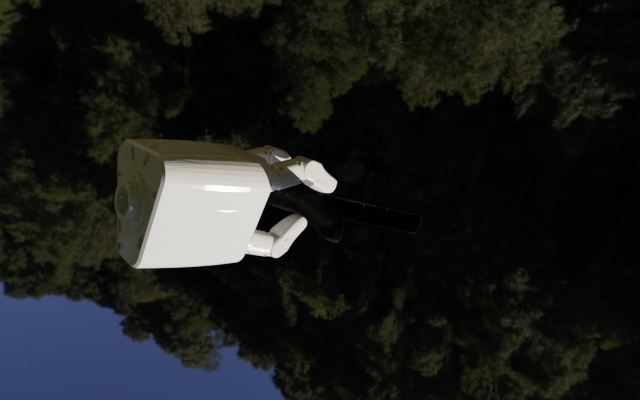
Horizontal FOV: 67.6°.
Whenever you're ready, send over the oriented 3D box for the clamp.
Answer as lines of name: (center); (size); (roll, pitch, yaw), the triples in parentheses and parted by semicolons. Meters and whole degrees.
clamp: (-0.001, 0.002, 0.542); (0.164, 0.036, 0.210); (4, 13, -45)
